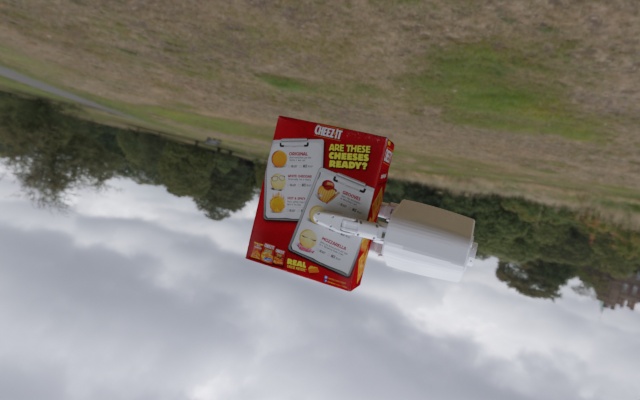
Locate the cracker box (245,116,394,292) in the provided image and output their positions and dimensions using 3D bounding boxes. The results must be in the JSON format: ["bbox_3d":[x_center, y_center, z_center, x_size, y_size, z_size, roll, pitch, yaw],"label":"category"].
[{"bbox_3d":[0.000,0.002,0.686,0.164,0.214,0.072,14,3,17],"label":"cracker box"}]
